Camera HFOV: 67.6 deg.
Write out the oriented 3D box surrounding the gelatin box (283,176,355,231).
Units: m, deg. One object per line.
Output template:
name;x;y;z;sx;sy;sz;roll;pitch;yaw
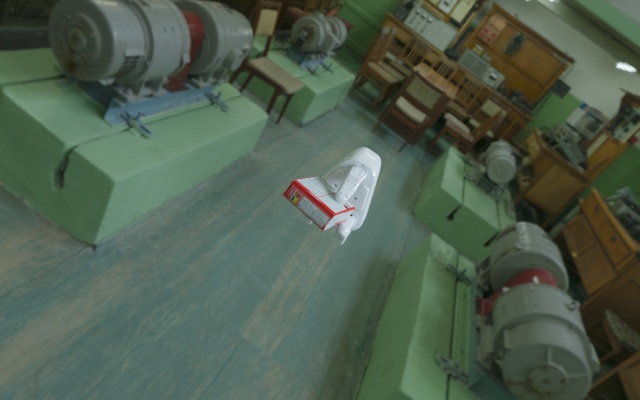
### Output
gelatin box;0.000;0.002;0.648;0.073;0.030;0.089;41;19;13
